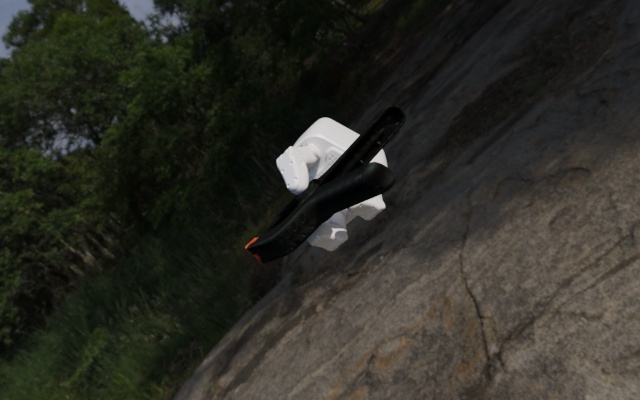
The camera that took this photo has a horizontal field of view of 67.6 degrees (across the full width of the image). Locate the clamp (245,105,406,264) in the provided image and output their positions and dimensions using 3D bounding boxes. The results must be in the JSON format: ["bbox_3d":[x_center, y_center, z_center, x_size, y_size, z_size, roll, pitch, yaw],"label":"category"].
[{"bbox_3d":[-0.001,0.001,0.453,0.210,0.036,0.164,-42,11,21],"label":"clamp"}]
